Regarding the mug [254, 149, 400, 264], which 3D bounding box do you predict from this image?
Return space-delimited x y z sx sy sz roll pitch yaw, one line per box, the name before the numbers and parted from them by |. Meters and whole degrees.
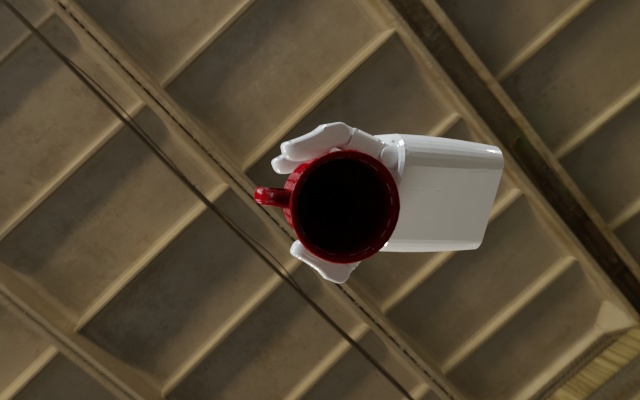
mug | -0.001 0.001 0.420 0.117 0.093 0.081 3 4 -14
